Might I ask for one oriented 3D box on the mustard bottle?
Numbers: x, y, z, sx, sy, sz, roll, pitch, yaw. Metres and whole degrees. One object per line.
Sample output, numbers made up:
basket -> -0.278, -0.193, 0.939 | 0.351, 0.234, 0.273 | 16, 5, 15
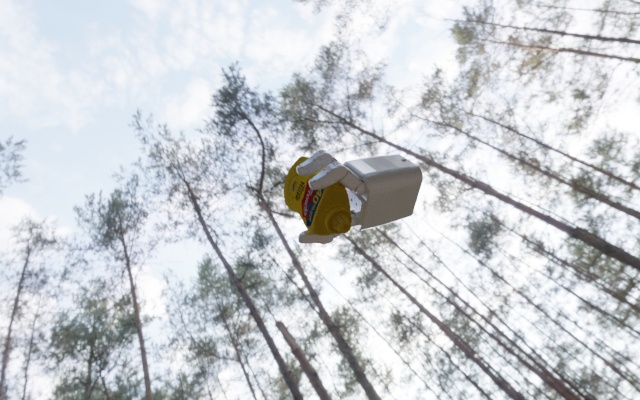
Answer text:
mustard bottle -> 0.000, 0.002, 0.772 | 0.058, 0.096, 0.191 | 12, 18, -30
